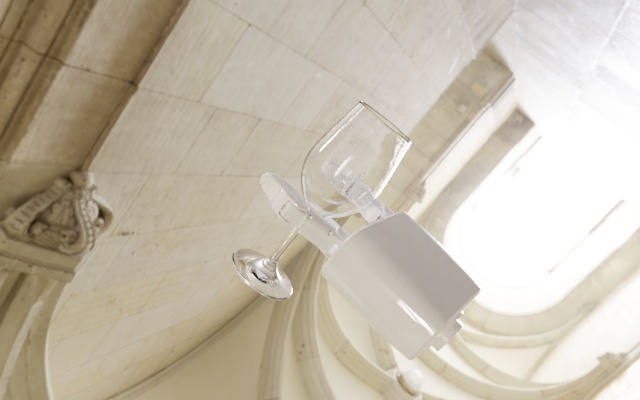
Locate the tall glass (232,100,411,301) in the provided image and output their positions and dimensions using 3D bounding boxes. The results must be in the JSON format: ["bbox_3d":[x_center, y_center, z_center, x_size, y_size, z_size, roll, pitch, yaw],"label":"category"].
[{"bbox_3d":[0.000,0.002,0.466,0.079,0.201,0.079,35,16,-12],"label":"tall glass"}]
